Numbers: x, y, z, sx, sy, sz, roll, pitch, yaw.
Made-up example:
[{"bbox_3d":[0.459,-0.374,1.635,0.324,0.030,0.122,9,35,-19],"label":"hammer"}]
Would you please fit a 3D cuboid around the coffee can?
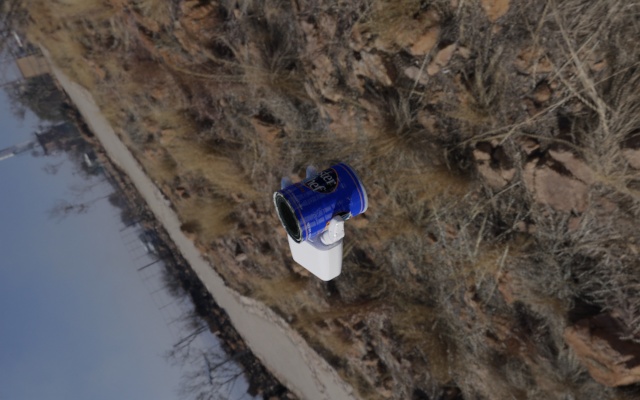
[{"bbox_3d":[0.000,0.003,0.866,0.140,0.103,0.103,-25,9,-20],"label":"coffee can"}]
